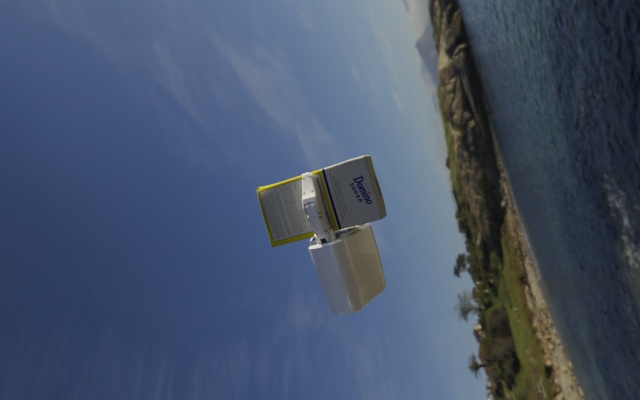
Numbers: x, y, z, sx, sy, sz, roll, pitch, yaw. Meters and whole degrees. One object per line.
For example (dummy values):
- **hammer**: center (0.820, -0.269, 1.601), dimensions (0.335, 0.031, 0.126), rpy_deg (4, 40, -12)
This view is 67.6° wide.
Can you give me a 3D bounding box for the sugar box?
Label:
- **sugar box**: center (0.000, 0.002, 0.698), dimensions (0.176, 0.093, 0.048), rpy_deg (-15, 1, 18)
